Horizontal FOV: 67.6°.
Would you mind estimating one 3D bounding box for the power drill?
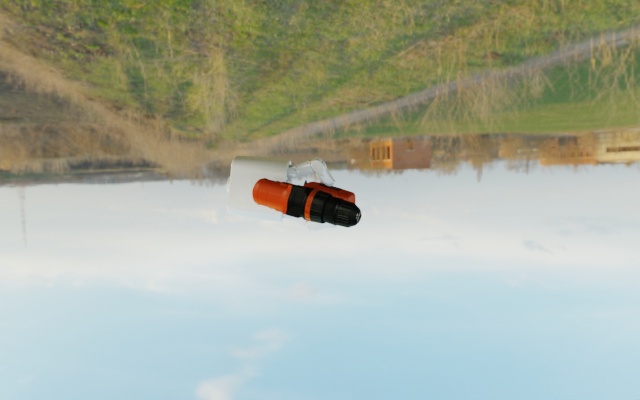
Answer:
[{"bbox_3d":[0.000,0.003,0.820,0.184,0.057,0.187,17,5,19],"label":"power drill"}]
